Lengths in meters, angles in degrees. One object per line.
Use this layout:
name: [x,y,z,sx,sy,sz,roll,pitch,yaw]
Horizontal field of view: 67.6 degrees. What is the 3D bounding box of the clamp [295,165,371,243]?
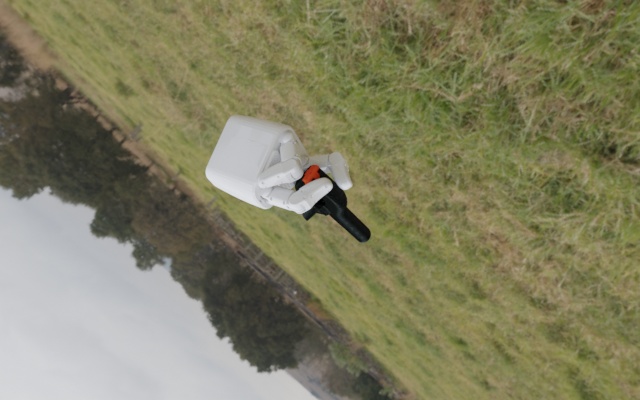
clamp: [0.000,0.003,0.704,0.120,0.039,0.172,10,-29,31]
